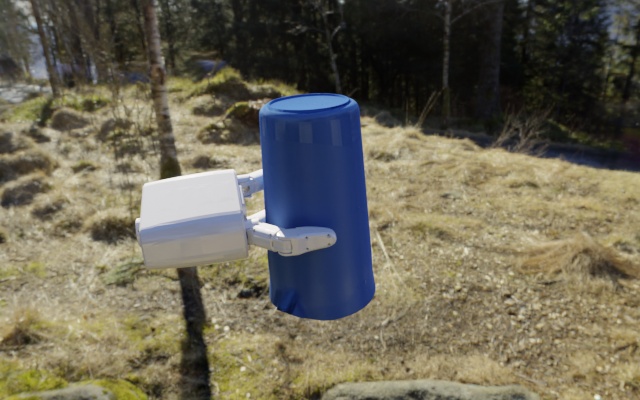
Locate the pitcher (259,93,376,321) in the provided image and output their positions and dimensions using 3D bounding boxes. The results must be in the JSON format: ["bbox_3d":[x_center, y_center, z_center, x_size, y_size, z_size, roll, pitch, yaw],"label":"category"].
[{"bbox_3d":[0.000,0.002,0.563,0.145,0.243,0.149,-8,23,-9],"label":"pitcher"}]
